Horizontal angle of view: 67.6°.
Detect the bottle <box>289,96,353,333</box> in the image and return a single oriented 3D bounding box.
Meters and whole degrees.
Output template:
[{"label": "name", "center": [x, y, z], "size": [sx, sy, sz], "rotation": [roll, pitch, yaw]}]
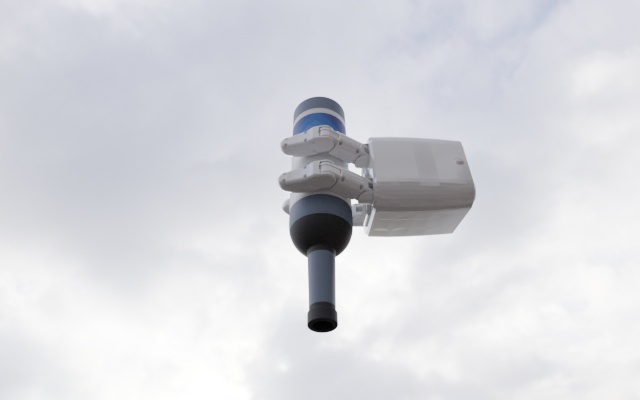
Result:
[{"label": "bottle", "center": [0.000, 0.002, 0.519], "size": [0.069, 0.295, 0.069], "rotation": [-1, -42, 0]}]
